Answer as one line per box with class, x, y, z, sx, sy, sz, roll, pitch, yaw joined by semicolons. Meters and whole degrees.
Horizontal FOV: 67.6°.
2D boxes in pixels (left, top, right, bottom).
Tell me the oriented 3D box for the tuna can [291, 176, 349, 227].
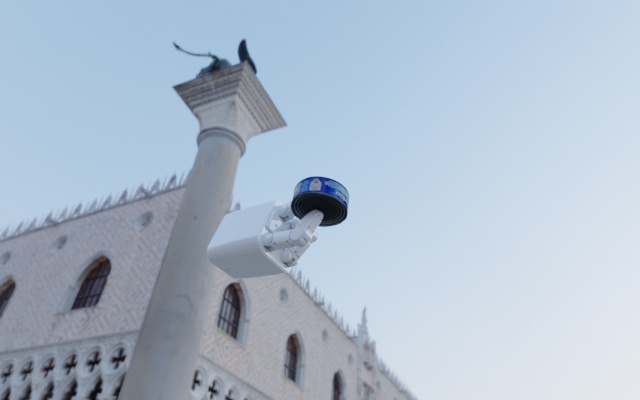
tuna can;0.000;0.002;0.715;0.086;0.033;0.086;7;-36;5
